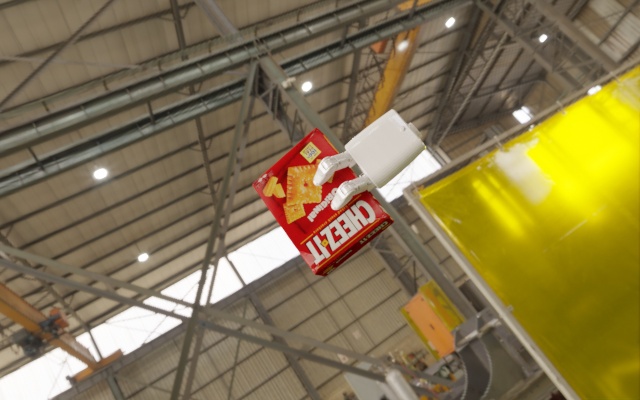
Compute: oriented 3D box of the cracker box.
[{"bbox_3d":[0.000,0.003,0.862,0.164,0.213,0.072,-40,-19,9],"label":"cracker box"}]
